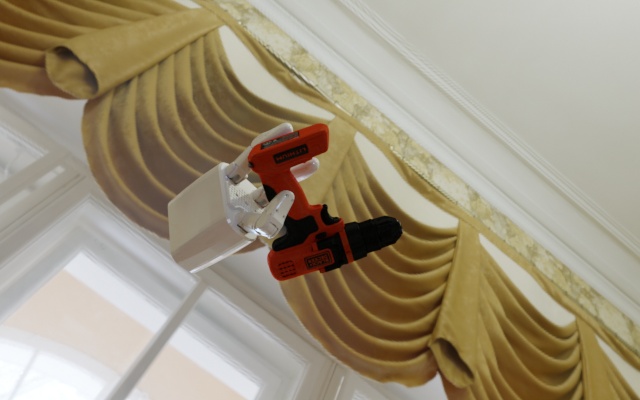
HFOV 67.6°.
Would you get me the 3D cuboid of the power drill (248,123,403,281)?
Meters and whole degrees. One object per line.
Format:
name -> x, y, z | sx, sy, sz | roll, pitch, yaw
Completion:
power drill -> 0.000, 0.002, 0.611 | 0.184, 0.188, 0.057 | -18, 19, -1
